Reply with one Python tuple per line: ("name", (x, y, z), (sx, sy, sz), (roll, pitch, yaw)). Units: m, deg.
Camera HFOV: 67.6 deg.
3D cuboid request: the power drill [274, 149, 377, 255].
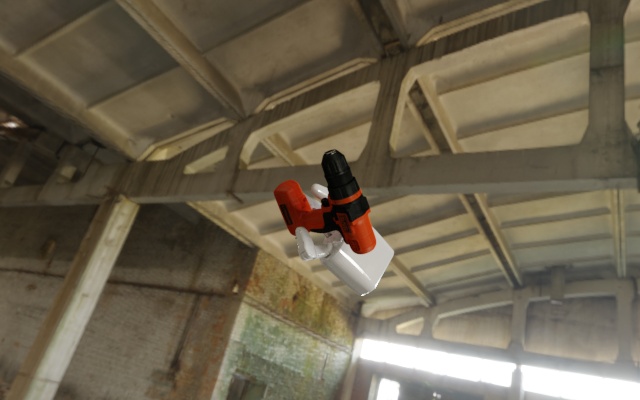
("power drill", (0.000, 0.003, 0.823), (0.057, 0.184, 0.187), (-33, 22, -34))
